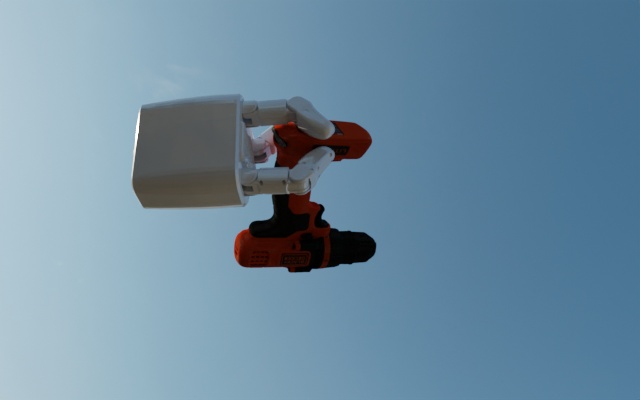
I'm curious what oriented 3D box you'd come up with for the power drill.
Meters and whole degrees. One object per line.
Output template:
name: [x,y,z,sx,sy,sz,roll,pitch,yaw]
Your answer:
power drill: [0.000,0.001,0.559,0.184,0.188,0.057,0,30,-23]
